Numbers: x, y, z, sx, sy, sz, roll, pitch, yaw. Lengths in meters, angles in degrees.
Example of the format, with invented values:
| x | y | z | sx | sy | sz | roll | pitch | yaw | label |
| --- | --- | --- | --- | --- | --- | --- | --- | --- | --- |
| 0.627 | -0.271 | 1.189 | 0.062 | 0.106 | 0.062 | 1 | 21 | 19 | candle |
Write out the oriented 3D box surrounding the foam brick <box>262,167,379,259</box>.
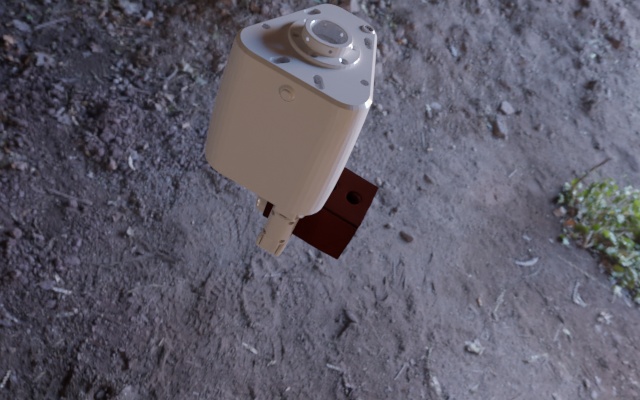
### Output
| x | y | z | sx | sy | sz | roll | pitch | yaw | label |
| --- | --- | --- | --- | --- | --- | --- | --- | --- | --- |
| 0.000 | 0.001 | 0.404 | 0.078 | 0.053 | 0.051 | 30 | -43 | 2 | foam brick |
